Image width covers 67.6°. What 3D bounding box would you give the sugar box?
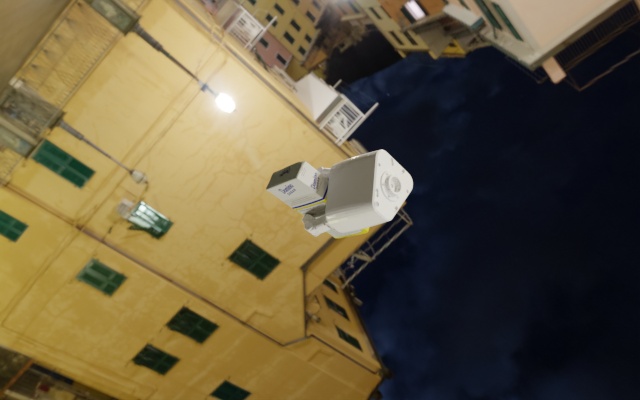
[{"bbox_3d":[0.000,0.002,0.847,0.176,0.048,0.093,40,-34,-27],"label":"sugar box"}]
